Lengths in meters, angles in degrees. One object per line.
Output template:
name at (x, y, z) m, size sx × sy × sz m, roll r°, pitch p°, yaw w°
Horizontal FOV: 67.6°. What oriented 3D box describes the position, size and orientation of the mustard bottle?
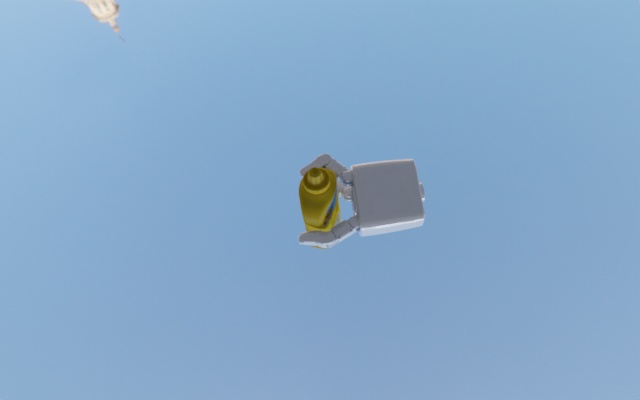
mustard bottle at (0.000, 0.003, 0.782) m, size 0.058 × 0.096 × 0.192 m, roll 13°, pitch -25°, yaw 11°
